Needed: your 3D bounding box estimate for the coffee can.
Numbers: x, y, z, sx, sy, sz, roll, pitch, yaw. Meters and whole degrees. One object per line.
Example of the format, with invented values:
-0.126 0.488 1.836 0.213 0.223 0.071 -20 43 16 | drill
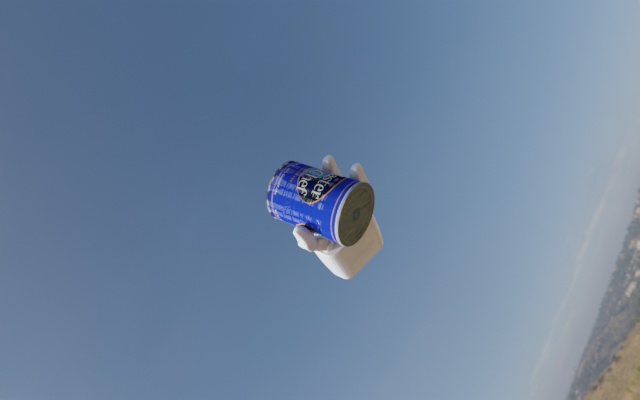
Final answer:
0.000 0.002 0.759 0.140 0.103 0.103 20 10 31 | coffee can
